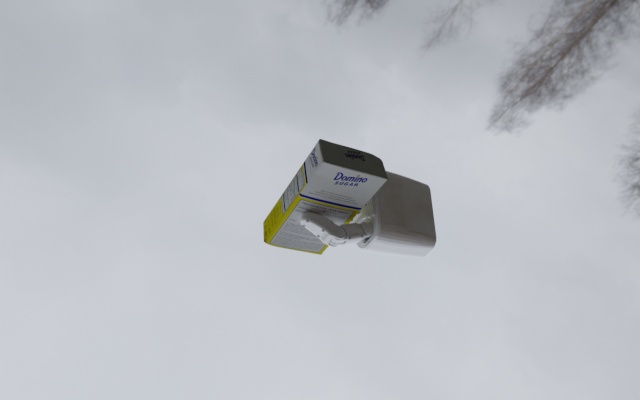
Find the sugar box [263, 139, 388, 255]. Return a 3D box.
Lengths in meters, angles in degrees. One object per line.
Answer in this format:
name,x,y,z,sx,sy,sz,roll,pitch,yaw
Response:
sugar box,0.000,0.002,0.626,0.093,0.048,0.176,14,-46,-26
